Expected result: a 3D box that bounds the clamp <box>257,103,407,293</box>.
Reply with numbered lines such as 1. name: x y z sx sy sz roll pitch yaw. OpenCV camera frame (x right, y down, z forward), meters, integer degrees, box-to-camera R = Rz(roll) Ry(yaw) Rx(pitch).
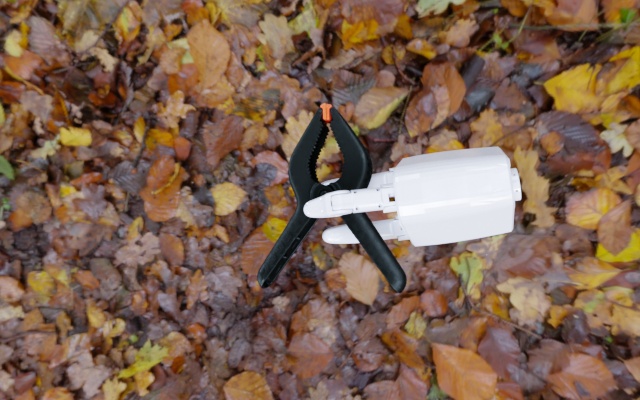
1. clamp: 0.000 0.001 0.521 0.164 0.210 0.036 -9 -9 17
